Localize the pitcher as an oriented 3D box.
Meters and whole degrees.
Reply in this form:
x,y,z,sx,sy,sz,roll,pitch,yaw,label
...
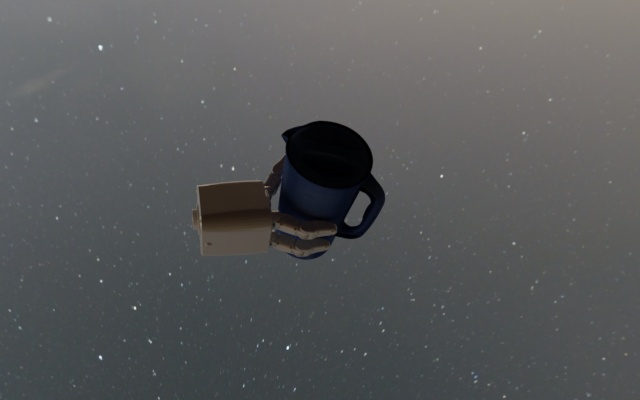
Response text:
x,y,z,sx,sy,sz,roll,pitch,yaw,label
0.000,0.003,0.791,0.145,0.149,0.243,-3,-35,-16,pitcher
